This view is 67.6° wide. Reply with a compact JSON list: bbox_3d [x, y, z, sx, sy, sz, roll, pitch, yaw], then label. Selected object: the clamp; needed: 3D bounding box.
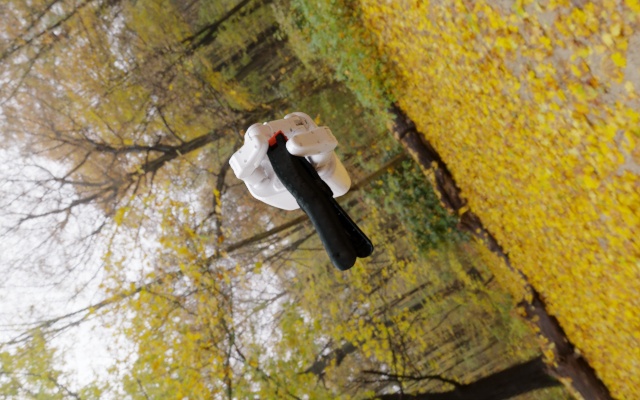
[{"bbox_3d":[-0.001,0.002,0.518,0.039,0.171,0.120,-34,-17,7],"label":"clamp"}]
